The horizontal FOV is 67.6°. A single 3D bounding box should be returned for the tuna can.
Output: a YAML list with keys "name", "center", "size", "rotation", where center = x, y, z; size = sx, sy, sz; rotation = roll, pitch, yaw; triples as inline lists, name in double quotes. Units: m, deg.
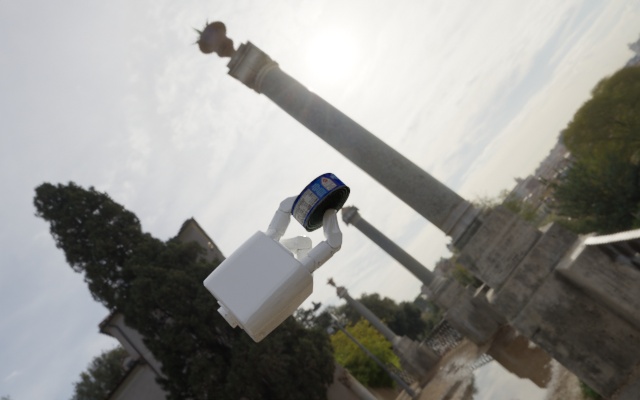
- name: "tuna can"
  center: [0.000, 0.002, 0.669]
  size: [0.033, 0.086, 0.086]
  rotation: [44, 18, 20]
